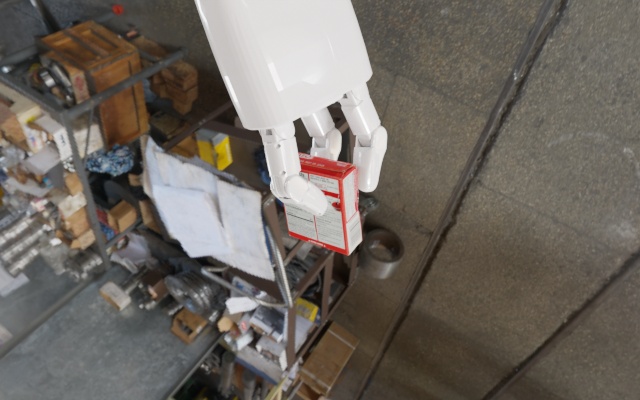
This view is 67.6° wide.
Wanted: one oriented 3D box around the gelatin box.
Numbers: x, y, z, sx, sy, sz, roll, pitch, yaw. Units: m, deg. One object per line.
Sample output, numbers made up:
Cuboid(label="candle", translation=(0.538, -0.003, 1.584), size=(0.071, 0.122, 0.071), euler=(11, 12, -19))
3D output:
Cuboid(label="gelatin box", translation=(0.000, 0.002, 0.457), size=(0.073, 0.089, 0.030), euler=(15, 38, 32))
